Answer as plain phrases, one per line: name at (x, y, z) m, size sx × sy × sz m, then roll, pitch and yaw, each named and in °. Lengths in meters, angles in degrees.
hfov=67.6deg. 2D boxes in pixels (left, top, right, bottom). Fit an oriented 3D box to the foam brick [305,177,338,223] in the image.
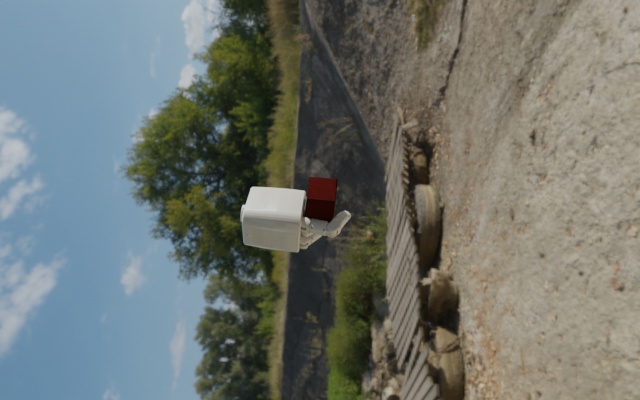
foam brick at (0.000, 0.003, 0.858) m, size 0.051 × 0.053 × 0.078 m, roll 7°, pitch -39°, yaw 0°
